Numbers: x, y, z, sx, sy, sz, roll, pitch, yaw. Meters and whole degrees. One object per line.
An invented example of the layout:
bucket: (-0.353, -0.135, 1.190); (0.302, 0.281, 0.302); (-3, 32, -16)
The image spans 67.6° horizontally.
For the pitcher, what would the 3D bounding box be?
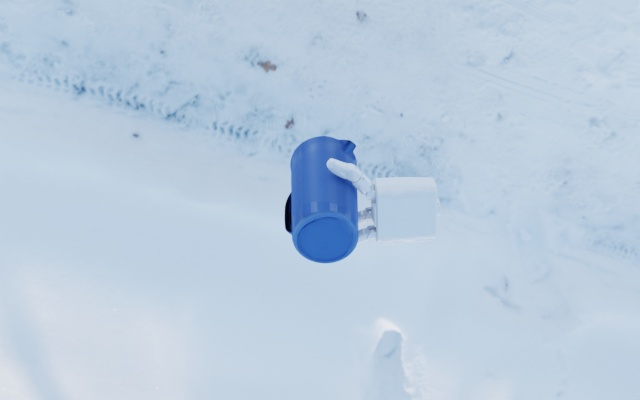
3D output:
pitcher: (0.000, 0.003, 0.863); (0.145, 0.149, 0.242); (-1, 35, 1)
